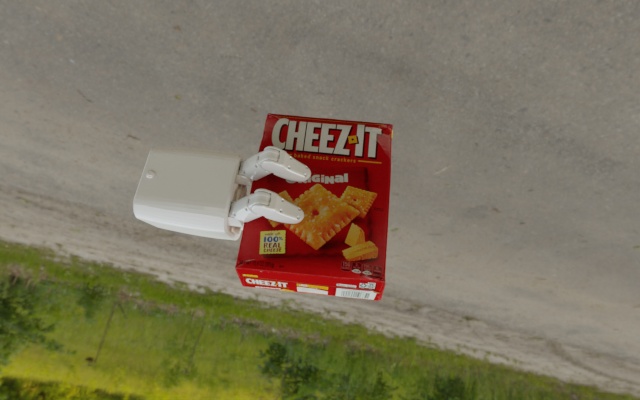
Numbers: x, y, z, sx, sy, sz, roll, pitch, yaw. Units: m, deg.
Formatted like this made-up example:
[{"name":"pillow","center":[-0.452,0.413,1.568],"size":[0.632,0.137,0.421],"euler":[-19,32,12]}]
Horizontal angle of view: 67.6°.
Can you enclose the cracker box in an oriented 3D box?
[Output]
[{"name":"cracker box","center":[0.000,0.002,0.576],"size":[0.164,0.213,0.072],"euler":[6,-28,3]}]
